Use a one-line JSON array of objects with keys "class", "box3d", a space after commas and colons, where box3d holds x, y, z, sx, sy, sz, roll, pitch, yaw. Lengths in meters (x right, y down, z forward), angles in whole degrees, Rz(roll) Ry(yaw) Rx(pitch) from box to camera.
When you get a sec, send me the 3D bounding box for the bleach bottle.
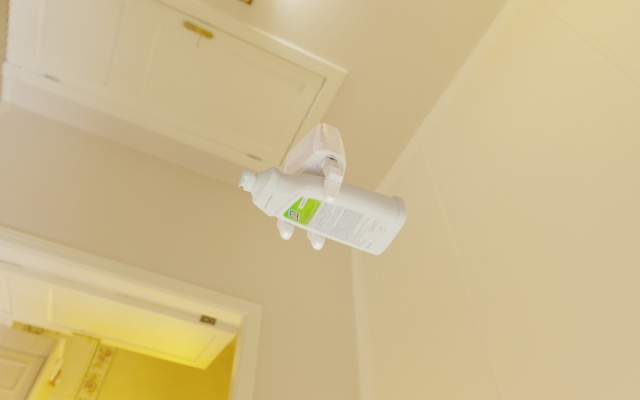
[{"class": "bleach bottle", "box3d": [0.000, 0.003, 0.738, 0.251, 0.103, 0.068, 21, 33, -16]}]
